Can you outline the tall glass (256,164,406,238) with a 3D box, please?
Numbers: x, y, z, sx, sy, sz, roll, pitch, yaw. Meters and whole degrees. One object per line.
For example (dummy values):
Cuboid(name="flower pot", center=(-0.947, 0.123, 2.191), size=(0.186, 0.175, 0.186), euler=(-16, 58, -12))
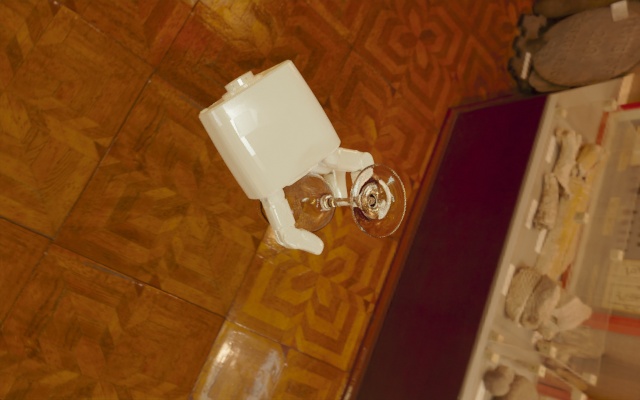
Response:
Cuboid(name="tall glass", center=(0.001, 0.002, 0.555), size=(0.079, 0.079, 0.201), euler=(0, -1, -36))
